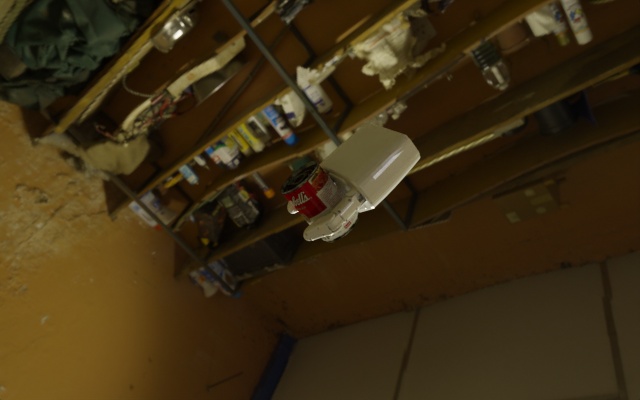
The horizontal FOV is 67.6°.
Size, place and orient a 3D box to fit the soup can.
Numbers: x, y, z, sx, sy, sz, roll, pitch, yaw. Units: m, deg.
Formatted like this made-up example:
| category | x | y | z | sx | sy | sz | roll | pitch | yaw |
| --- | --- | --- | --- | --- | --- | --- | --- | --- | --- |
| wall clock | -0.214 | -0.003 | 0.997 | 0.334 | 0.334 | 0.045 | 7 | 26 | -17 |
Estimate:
| category | x | y | z | sx | sy | sz | roll | pitch | yaw |
| --- | --- | --- | --- | --- | --- | --- | --- | --- | --- |
| soup can | 0.000 | 0.003 | 0.688 | 0.068 | 0.102 | 0.068 | -34 | 21 | 15 |
